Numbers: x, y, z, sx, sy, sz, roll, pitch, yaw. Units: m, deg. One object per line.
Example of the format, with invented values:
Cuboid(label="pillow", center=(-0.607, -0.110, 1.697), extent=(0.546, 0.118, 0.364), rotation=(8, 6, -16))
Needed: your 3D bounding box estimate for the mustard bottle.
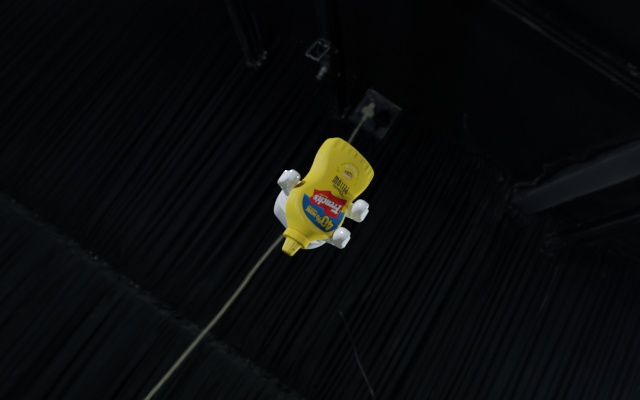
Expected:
Cuboid(label="mustard bottle", center=(0.000, 0.002, 0.744), extent=(0.096, 0.191, 0.058), rotation=(43, -18, -27))
